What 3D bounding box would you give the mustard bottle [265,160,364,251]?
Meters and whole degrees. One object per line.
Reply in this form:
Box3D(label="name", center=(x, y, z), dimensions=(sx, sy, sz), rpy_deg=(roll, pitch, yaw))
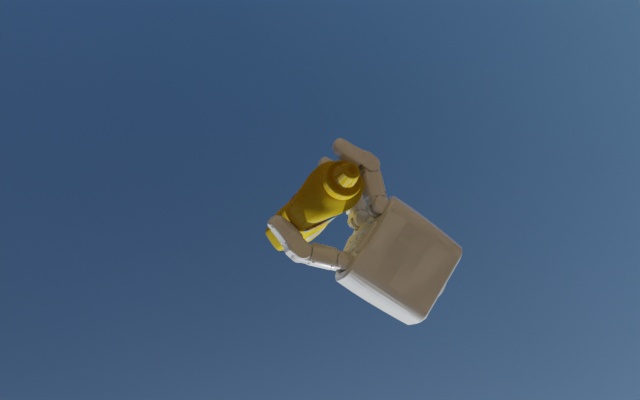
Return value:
Box3D(label="mustard bottle", center=(0.000, 0.002, 0.559), dimensions=(0.096, 0.058, 0.192), rpy_deg=(-32, -6, -27))
